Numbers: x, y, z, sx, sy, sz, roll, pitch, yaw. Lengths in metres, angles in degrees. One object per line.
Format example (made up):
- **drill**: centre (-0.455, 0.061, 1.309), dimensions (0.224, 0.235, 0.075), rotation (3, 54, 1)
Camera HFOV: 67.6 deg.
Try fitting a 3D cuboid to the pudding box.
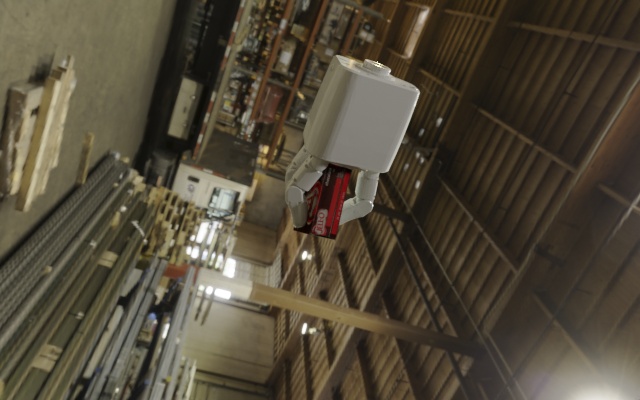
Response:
- **pudding box**: centre (0.000, 0.002, 0.620), dimensions (0.039, 0.090, 0.113), rotation (15, -5, -11)
